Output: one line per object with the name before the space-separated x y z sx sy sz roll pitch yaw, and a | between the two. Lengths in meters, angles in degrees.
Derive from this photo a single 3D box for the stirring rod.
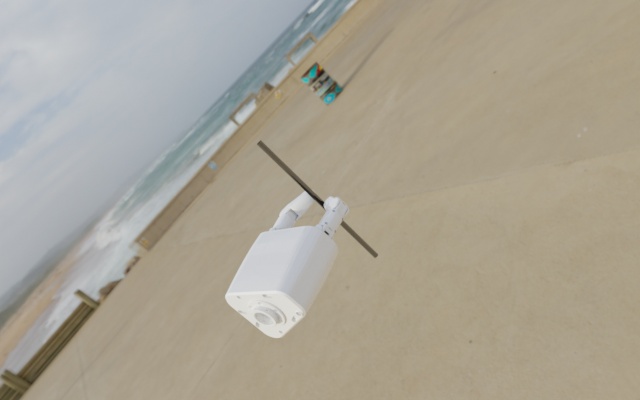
stirring rod | 0.000 0.002 0.675 0.239 0.011 0.011 44 -16 -17
